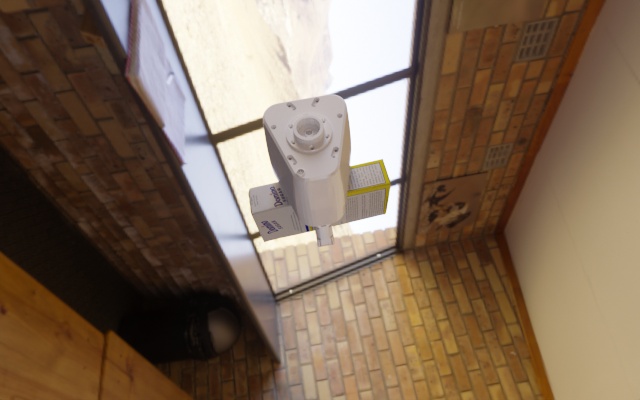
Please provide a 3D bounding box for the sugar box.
[{"bbox_3d":[0.000,0.001,0.628,0.176,0.048,0.093,-10,-28,-2],"label":"sugar box"}]
